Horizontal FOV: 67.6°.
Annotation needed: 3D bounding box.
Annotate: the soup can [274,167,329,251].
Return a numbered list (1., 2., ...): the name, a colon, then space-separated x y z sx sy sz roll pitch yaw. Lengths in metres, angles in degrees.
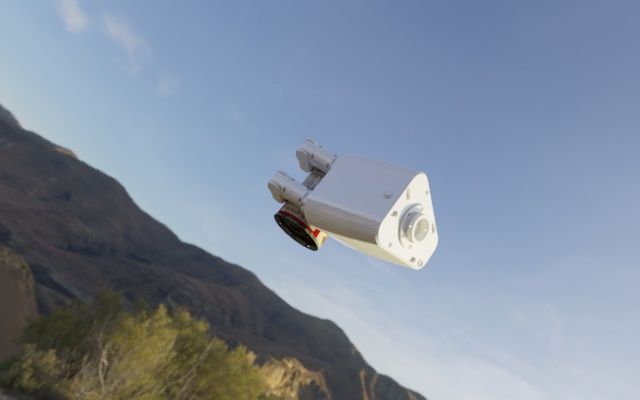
1. soup can: 0.000 0.002 0.591 0.068 0.102 0.068 34 -20 14
